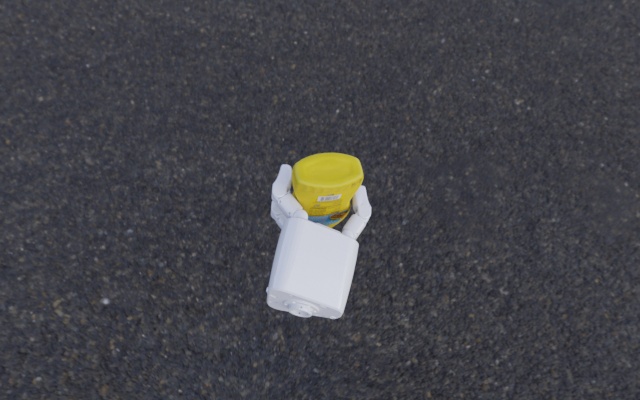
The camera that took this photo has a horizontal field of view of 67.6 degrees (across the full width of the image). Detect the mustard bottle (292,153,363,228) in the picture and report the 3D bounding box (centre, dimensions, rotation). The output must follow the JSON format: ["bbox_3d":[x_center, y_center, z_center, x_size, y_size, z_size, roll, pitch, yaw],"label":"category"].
[{"bbox_3d":[0.000,0.002,0.725,0.096,0.058,0.192,-7,-27,-12],"label":"mustard bottle"}]
